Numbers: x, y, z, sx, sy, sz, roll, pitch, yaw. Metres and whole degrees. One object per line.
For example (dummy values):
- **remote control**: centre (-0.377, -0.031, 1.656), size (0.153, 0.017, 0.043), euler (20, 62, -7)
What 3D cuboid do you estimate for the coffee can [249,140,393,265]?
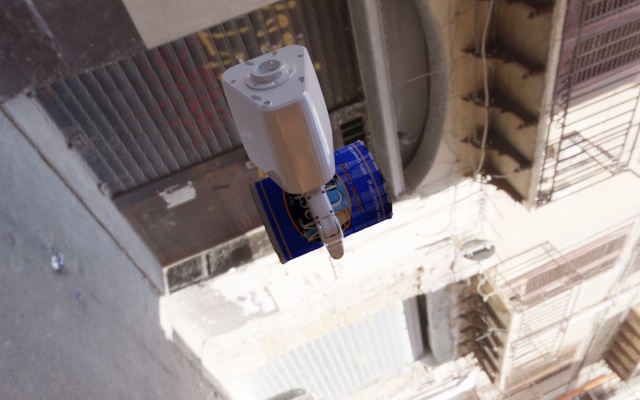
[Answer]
- **coffee can**: centre (0.000, 0.002, 0.563), size (0.140, 0.103, 0.103), euler (-22, 2, -5)
